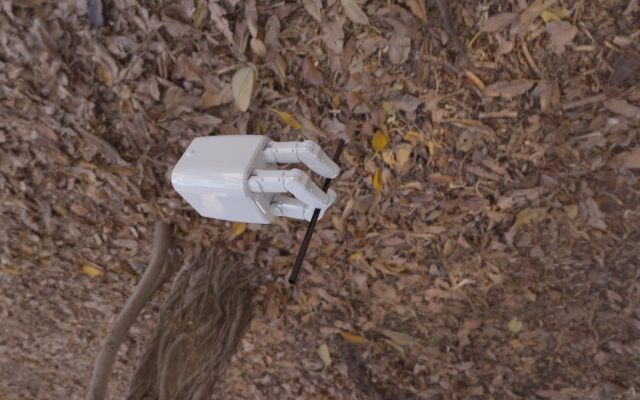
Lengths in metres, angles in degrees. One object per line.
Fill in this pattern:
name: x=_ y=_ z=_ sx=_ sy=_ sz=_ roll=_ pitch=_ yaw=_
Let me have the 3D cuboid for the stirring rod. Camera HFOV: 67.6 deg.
stirring rod: x=0.000 y=0.002 z=0.586 sx=0.011 sy=0.239 sz=0.011 roll=11 pitch=-42 yaw=10
